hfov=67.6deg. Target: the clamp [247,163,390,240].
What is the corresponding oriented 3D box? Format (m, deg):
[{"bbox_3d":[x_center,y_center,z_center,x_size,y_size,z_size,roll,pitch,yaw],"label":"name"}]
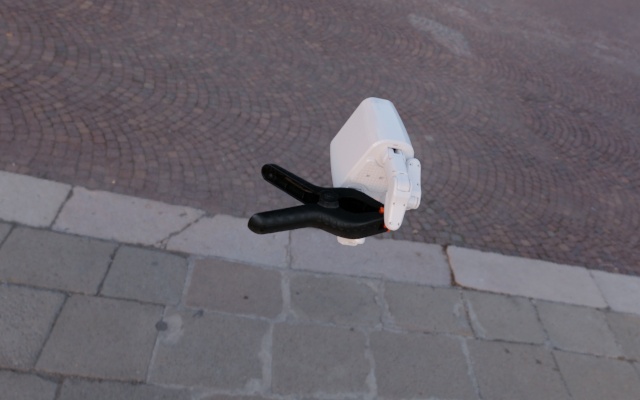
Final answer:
[{"bbox_3d":[0.000,0.001,0.566,0.171,0.039,0.120,8,42,-14],"label":"clamp"}]
